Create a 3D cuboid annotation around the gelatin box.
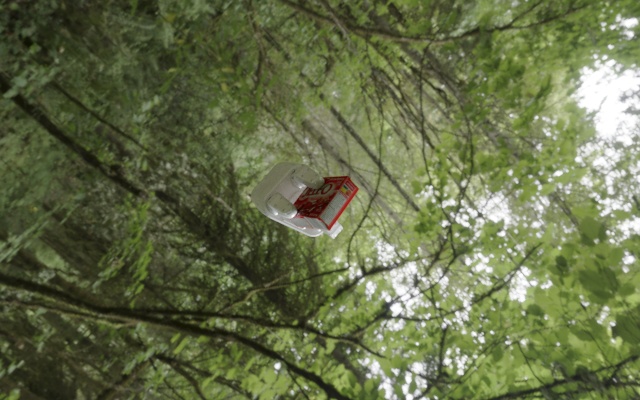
[{"bbox_3d":[0.001,0.002,0.649,0.030,0.073,0.089,47,-22,-25],"label":"gelatin box"}]
